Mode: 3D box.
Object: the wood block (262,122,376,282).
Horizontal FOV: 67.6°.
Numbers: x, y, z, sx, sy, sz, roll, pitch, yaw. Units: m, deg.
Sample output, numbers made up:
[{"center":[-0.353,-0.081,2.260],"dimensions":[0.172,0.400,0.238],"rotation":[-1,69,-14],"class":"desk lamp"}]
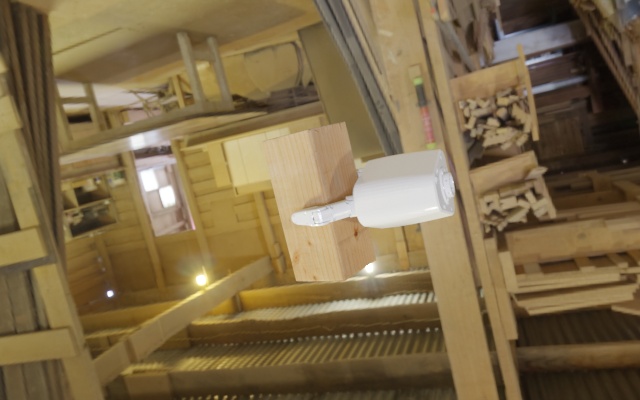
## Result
[{"center":[0.000,0.002,0.680],"dimensions":[0.090,0.206,0.091],"rotation":[-8,9,39],"class":"wood block"}]
